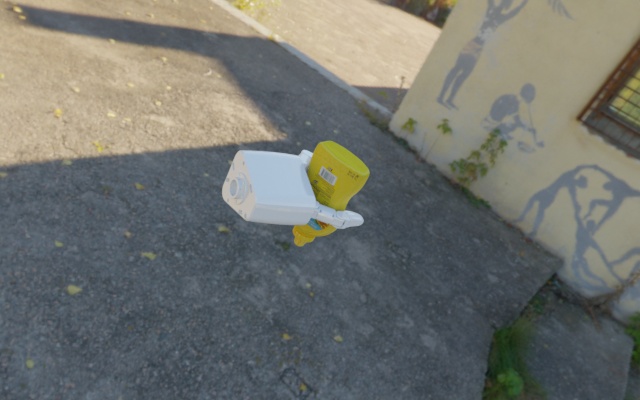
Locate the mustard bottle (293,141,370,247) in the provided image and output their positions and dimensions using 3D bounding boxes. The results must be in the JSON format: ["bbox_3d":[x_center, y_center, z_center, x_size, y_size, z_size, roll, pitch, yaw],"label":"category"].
[{"bbox_3d":[0.000,0.002,0.804,0.096,0.192,0.058,39,30,19],"label":"mustard bottle"}]
